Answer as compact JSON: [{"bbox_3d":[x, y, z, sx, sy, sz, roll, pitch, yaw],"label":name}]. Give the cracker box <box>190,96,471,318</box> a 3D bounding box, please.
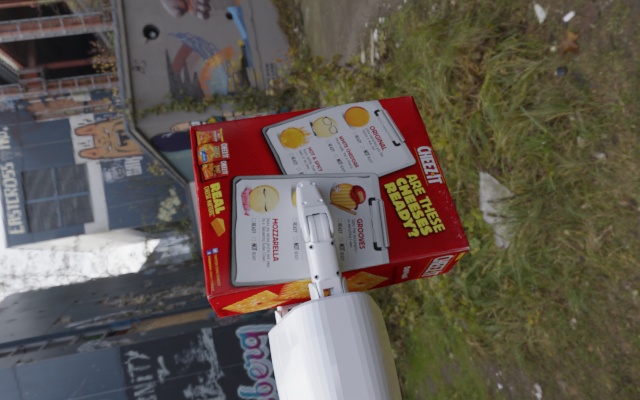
[{"bbox_3d":[0.000,0.001,0.434,0.213,0.164,0.072,-9,-26,-8],"label":"cracker box"}]
